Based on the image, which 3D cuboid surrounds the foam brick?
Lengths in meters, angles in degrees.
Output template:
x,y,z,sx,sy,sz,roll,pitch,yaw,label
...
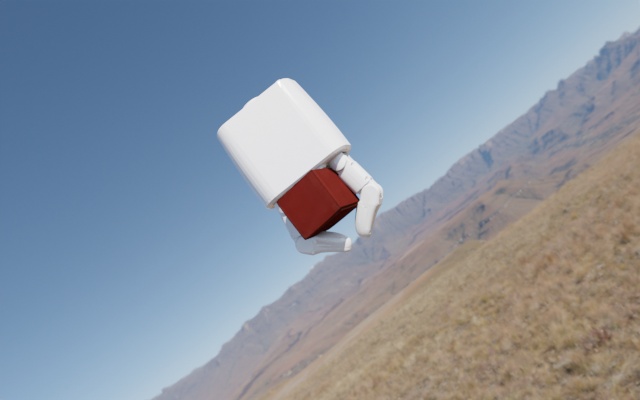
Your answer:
x,y,z,sx,sy,sz,roll,pitch,yaw,label
0.000,0.002,0.506,0.053,0.051,0.078,-40,-8,18,foam brick
